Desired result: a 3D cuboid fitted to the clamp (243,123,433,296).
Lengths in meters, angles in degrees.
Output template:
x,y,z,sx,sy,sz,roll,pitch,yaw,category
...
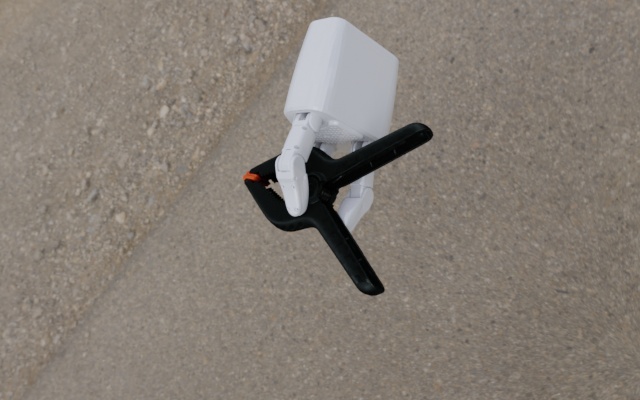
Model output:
x,y,z,sx,sy,sz,roll,pitch,yaw,category
-0.001,0.001,0.481,0.210,0.164,0.036,4,-18,36,clamp
